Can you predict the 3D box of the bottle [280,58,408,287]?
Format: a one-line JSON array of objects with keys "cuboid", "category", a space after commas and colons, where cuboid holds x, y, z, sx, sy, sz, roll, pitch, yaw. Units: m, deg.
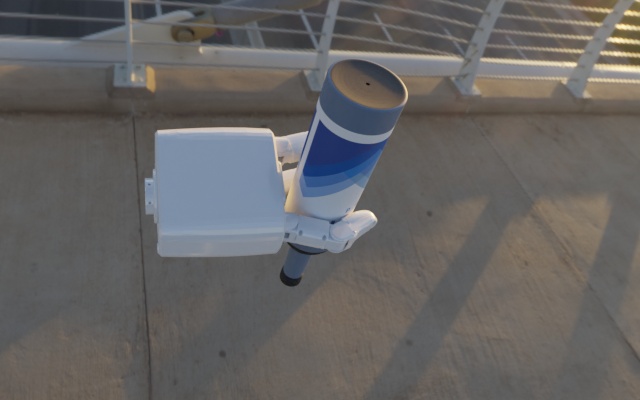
[{"cuboid": [0.000, 0.001, 0.480, 0.069, 0.069, 0.296, 0, -39, -19], "category": "bottle"}]
